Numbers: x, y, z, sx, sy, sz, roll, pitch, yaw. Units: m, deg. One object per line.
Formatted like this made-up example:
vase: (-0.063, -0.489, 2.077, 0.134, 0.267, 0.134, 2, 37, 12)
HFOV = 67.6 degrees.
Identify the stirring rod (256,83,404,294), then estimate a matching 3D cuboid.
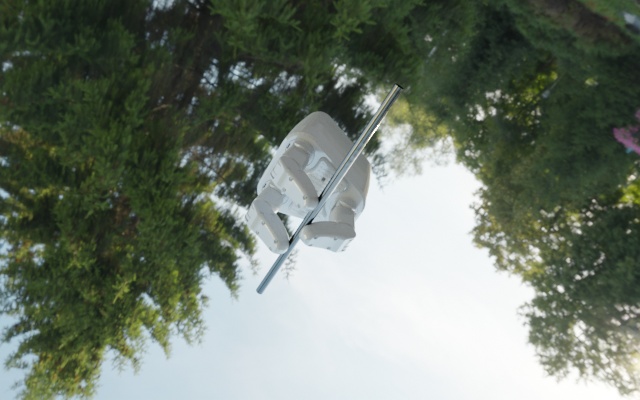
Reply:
stirring rod: (0.000, 0.001, 0.420, 0.011, 0.240, 0.011, 26, 28, -15)
